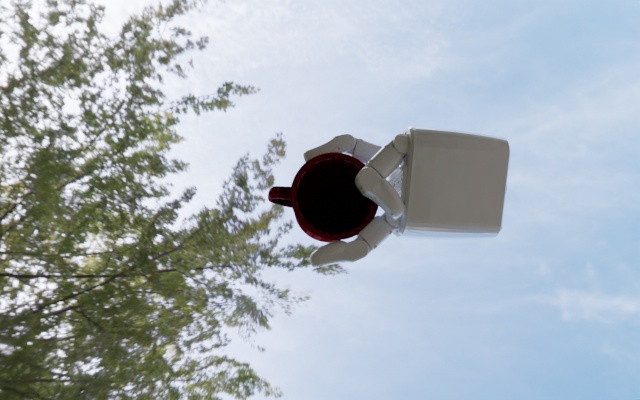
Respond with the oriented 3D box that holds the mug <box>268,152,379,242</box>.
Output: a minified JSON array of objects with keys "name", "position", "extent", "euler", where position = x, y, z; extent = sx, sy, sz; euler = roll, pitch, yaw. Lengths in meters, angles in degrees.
[{"name":"mug","position":[-0.001,0.002,0.531],"extent":[0.117,0.093,0.081],"euler":[4,-12,-4]}]
